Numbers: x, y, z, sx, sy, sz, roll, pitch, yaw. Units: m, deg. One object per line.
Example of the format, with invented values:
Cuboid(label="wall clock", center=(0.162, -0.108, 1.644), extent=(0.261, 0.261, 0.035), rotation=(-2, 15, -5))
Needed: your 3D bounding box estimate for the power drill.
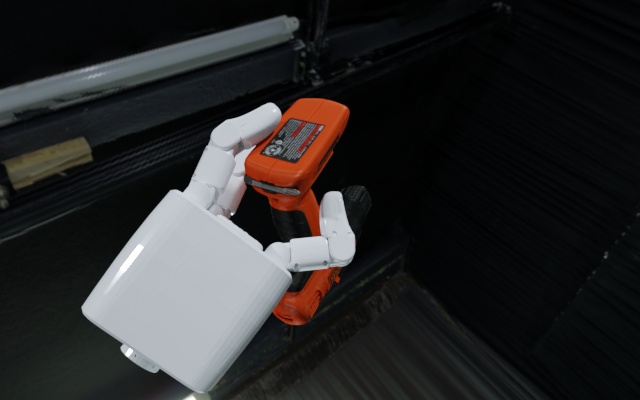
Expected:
Cuboid(label="power drill", center=(0.000, 0.001, 0.457), extent=(0.057, 0.188, 0.184), rotation=(13, 48, 23))
